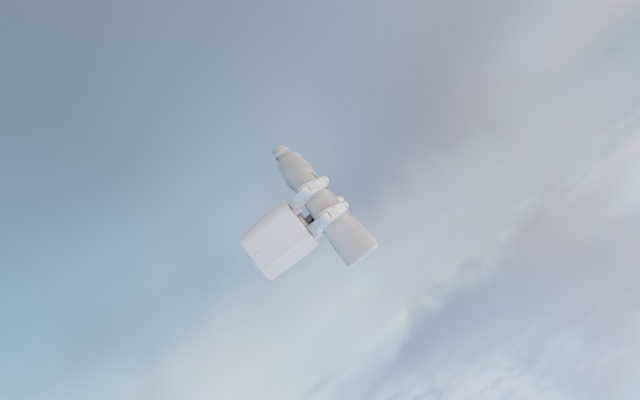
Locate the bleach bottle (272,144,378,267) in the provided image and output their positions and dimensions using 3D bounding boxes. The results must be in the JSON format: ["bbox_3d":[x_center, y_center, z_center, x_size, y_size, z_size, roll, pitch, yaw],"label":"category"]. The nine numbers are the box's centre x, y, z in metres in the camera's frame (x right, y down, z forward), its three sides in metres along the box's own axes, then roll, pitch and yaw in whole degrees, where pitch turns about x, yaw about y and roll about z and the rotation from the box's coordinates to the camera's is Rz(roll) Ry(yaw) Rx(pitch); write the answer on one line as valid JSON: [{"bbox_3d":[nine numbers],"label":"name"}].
[{"bbox_3d":[0.000,0.003,0.860,0.068,0.251,0.102,-39,-11,2],"label":"bleach bottle"}]
